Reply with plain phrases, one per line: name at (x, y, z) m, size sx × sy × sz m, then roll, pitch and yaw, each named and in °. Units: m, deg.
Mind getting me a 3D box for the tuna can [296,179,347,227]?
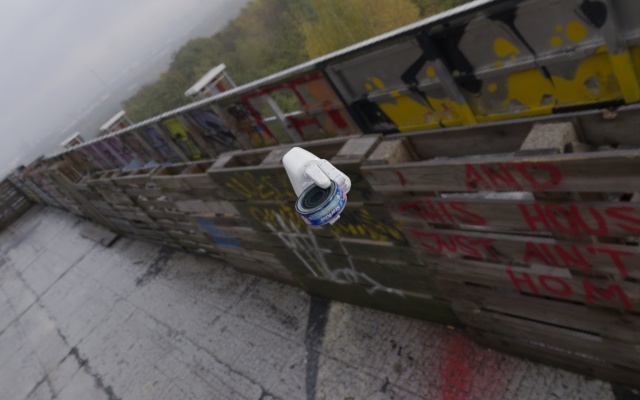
tuna can at (0.000, 0.002, 0.823) m, size 0.086 × 0.086 × 0.034 m, roll 0°, pitch -43°, yaw 44°
